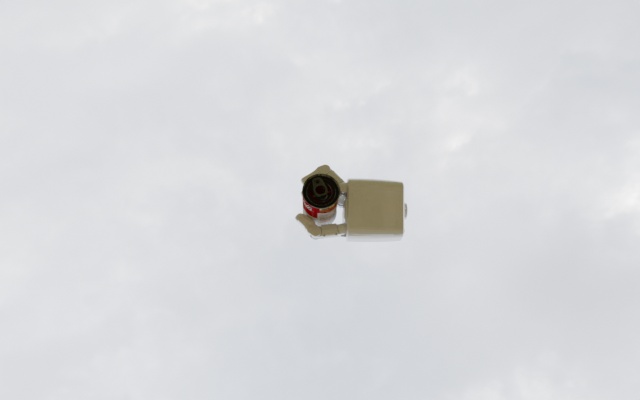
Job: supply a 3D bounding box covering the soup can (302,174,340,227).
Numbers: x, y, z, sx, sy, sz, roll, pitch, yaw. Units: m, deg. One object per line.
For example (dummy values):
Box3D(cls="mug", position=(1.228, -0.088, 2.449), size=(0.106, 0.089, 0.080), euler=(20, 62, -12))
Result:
Box3D(cls="soup can", position=(0.000, 0.003, 0.885), size=(0.068, 0.068, 0.102), euler=(0, -24, -1))
